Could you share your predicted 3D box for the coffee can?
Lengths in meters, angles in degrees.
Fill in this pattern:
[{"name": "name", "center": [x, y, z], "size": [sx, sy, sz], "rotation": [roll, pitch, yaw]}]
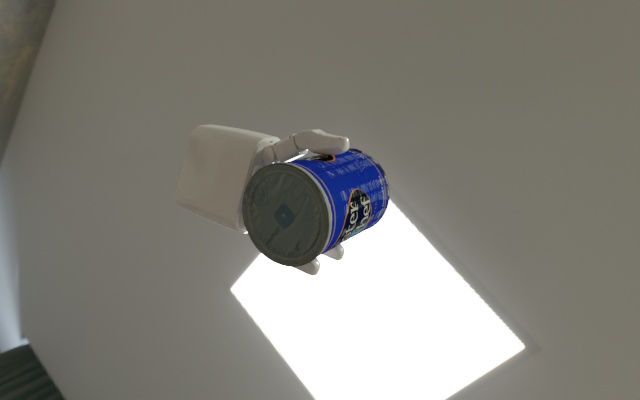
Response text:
[{"name": "coffee can", "center": [0.000, 0.002, 0.515], "size": [0.103, 0.103, 0.140], "rotation": [0, 11, 32]}]
